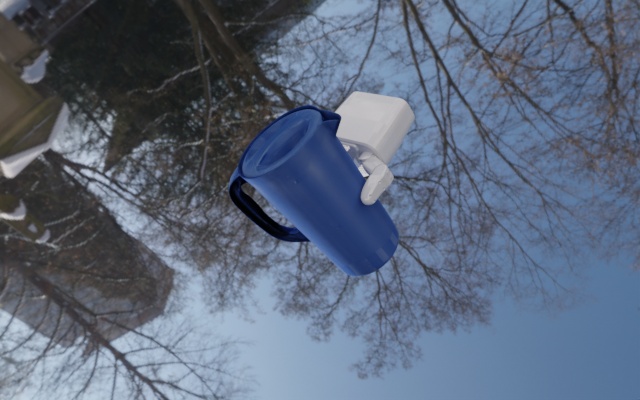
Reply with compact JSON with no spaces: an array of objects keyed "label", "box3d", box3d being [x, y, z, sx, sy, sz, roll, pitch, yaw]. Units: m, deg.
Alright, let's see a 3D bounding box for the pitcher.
[{"label":"pitcher","box3d":[0.000,0.002,0.672,0.149,0.145,0.243,5,-37,50]}]
